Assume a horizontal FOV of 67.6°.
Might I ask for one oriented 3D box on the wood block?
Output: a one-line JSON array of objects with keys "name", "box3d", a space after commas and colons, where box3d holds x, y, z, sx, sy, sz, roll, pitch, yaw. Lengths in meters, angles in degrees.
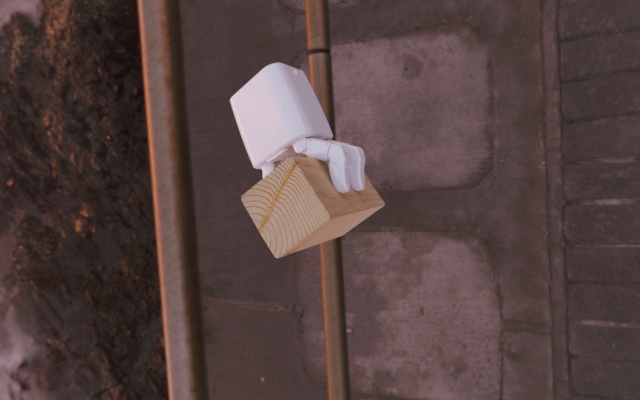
[{"name": "wood block", "box3d": [0.000, 0.002, 0.648, 0.091, 0.090, 0.206, -37, -12, 23]}]
